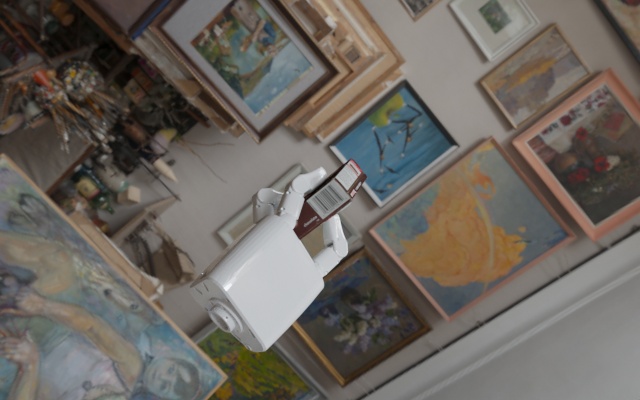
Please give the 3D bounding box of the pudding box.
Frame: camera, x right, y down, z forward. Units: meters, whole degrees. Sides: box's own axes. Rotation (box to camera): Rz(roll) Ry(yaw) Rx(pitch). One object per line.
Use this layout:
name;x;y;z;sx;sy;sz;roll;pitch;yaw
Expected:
pudding box;0.000;0.002;0.613;0.113;0.039;0.090;-36;7;26
